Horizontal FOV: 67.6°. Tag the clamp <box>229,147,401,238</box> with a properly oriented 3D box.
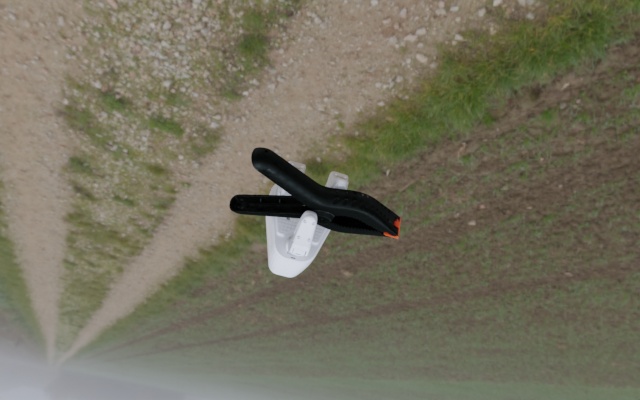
[{"bbox_3d":[0.000,0.003,0.555,0.210,0.036,0.165,14,-22,-7],"label":"clamp"}]
